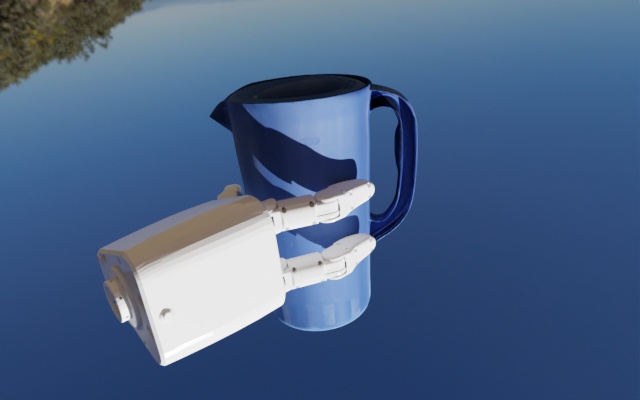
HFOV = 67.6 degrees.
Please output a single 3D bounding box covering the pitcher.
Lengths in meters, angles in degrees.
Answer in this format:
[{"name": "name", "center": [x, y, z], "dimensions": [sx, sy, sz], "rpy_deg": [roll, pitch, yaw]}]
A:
[{"name": "pitcher", "center": [0.000, 0.002, 0.472], "dimensions": [0.145, 0.243, 0.149], "rpy_deg": [-25, 29, -36]}]
